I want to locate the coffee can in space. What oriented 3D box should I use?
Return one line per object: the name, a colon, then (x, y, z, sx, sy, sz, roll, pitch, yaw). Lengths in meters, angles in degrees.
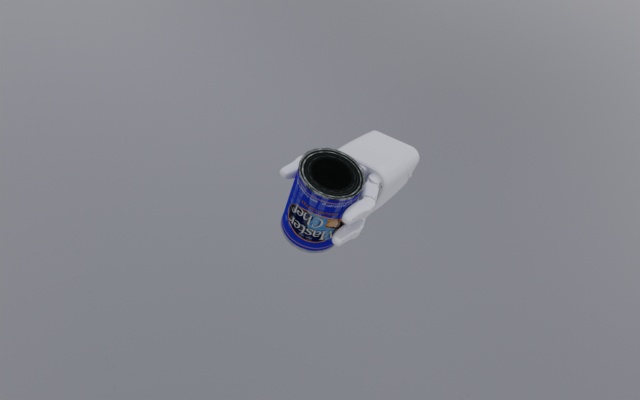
coffee can: (0.000, 0.003, 0.750, 0.103, 0.102, 0.140, 0, -39, -19)
